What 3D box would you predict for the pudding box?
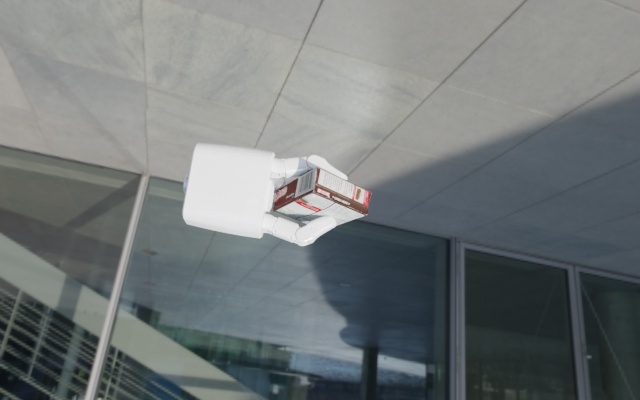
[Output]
[{"bbox_3d":[0.000,0.002,0.654,0.090,0.039,0.113,22,-24,-26],"label":"pudding box"}]
